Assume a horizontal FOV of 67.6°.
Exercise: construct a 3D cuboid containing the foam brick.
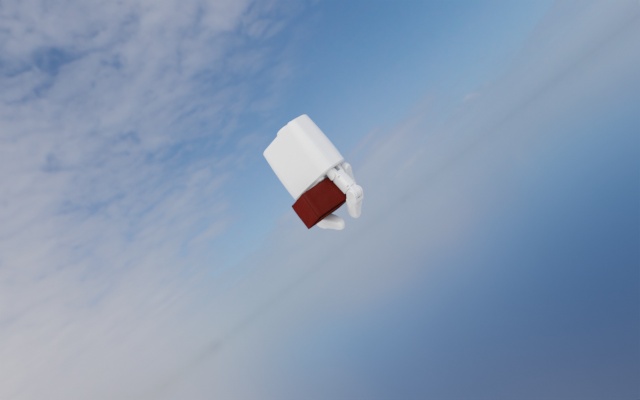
[{"bbox_3d":[0.000,0.003,0.811,0.078,0.051,0.053,-34,-6,-34],"label":"foam brick"}]
